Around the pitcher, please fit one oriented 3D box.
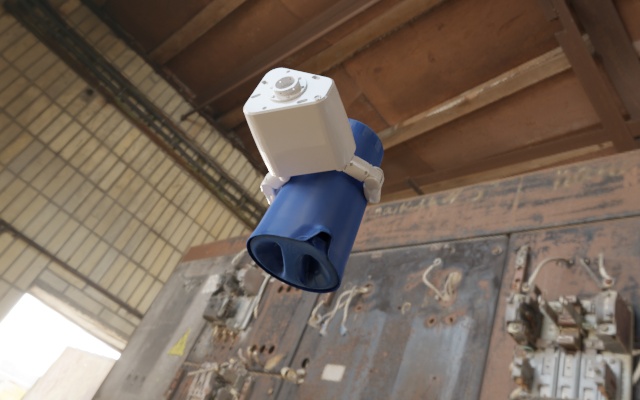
[{"bbox_3d":[0.000,0.002,0.688,0.149,0.242,0.145,7,-38,26],"label":"pitcher"}]
